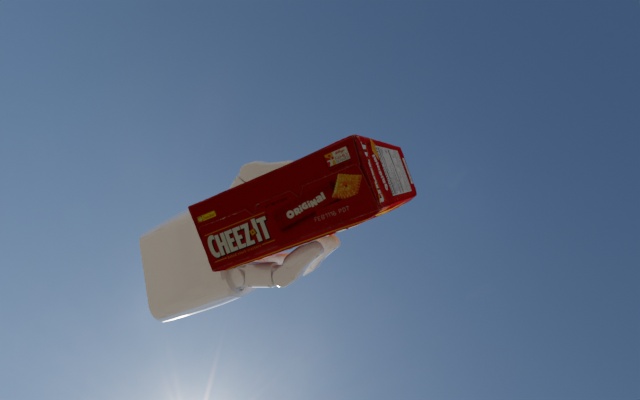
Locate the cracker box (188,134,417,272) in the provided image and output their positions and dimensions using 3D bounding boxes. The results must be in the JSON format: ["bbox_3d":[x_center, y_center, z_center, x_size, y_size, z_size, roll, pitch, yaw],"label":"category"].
[{"bbox_3d":[0.000,0.001,0.486,0.164,0.072,0.213,-22,-3,19],"label":"cracker box"}]
